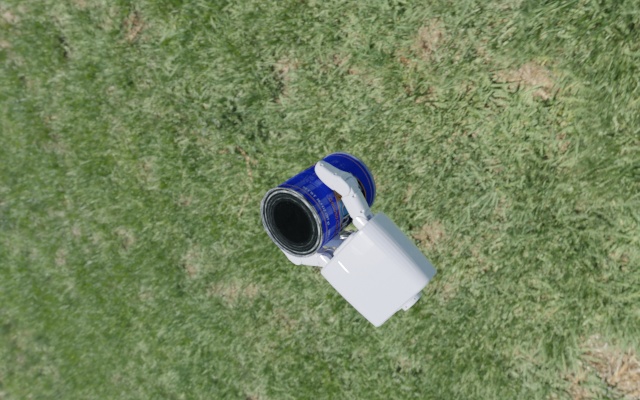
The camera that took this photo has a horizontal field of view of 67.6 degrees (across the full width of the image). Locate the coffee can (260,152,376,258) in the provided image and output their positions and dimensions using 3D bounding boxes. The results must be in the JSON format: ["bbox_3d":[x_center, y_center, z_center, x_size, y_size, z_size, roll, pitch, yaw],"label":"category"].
[{"bbox_3d":[0.000,0.002,0.671,0.103,0.103,0.140,0,24,38],"label":"coffee can"}]
